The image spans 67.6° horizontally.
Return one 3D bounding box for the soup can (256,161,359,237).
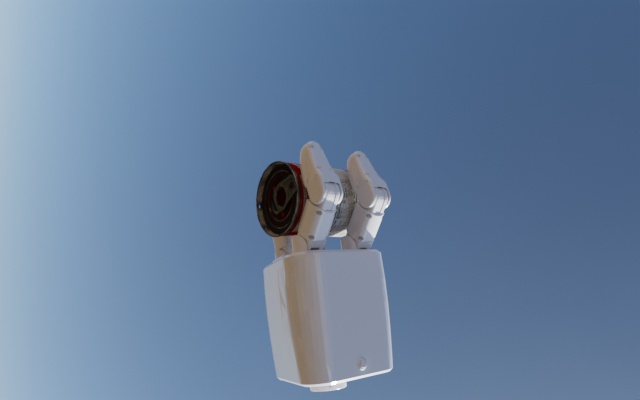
[{"bbox_3d":[0.000,0.001,0.453,0.102,0.068,0.068,4,-3,-38],"label":"soup can"}]
